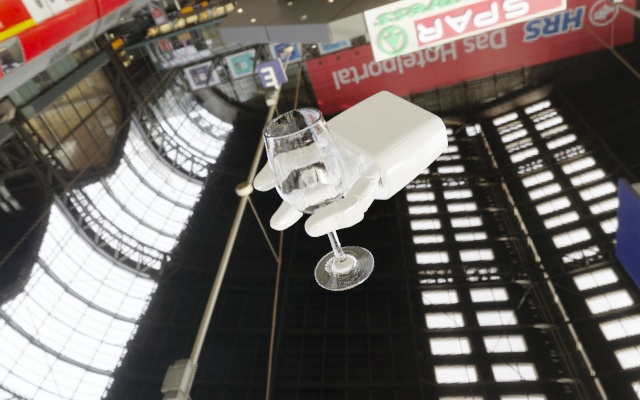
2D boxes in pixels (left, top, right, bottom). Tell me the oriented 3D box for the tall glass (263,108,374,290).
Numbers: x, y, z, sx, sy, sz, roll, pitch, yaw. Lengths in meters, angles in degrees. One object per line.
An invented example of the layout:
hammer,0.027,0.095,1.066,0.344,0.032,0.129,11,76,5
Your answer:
tall glass,0.000,0.002,0.525,0.079,0.201,0.079,-14,32,9
